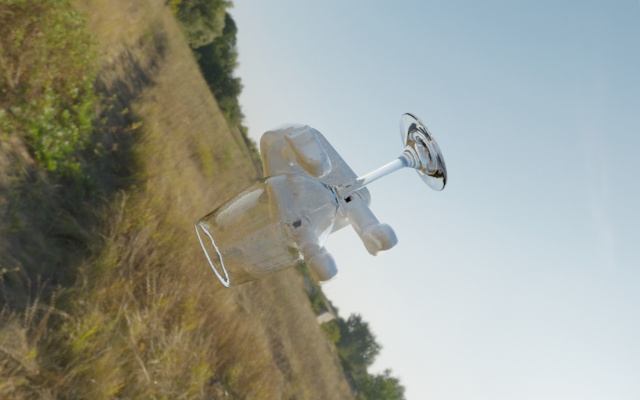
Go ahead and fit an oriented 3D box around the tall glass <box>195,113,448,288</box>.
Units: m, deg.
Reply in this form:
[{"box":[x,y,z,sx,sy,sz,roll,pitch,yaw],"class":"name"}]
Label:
[{"box":[0.001,0.001,0.403,0.201,0.079,0.079,-26,3,-7],"class":"tall glass"}]
